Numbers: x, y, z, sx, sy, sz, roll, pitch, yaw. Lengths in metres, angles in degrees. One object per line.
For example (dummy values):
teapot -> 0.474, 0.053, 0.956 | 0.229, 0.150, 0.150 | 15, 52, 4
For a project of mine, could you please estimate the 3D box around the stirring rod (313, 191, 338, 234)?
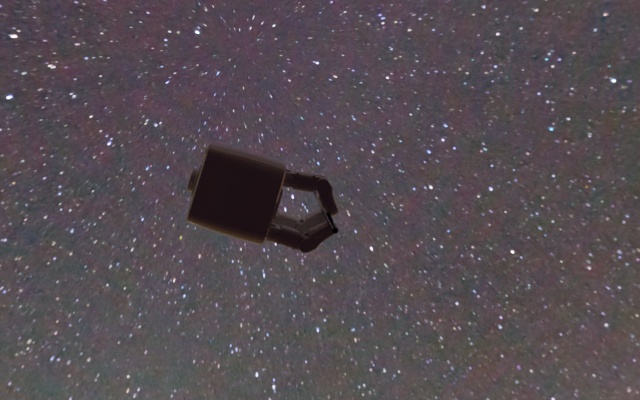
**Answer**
stirring rod -> 0.000, 0.002, 0.724 | 0.011, 0.011, 0.239 | 0, 18, -9
